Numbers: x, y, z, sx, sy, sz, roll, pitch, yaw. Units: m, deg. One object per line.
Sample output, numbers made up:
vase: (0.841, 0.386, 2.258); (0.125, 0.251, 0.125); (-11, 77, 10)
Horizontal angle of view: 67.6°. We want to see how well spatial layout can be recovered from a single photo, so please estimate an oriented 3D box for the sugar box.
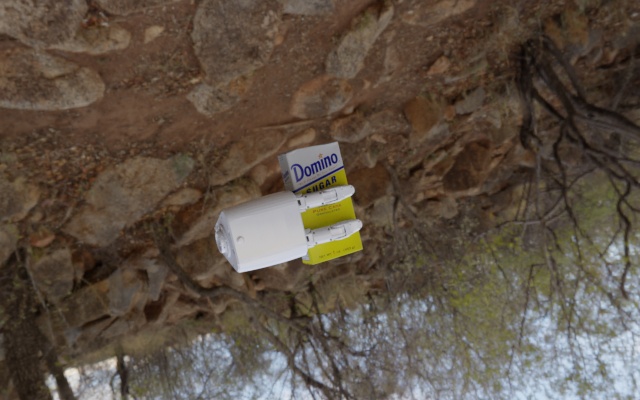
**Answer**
sugar box: (0.000, 0.003, 0.747); (0.093, 0.176, 0.048); (-15, 5, -24)
